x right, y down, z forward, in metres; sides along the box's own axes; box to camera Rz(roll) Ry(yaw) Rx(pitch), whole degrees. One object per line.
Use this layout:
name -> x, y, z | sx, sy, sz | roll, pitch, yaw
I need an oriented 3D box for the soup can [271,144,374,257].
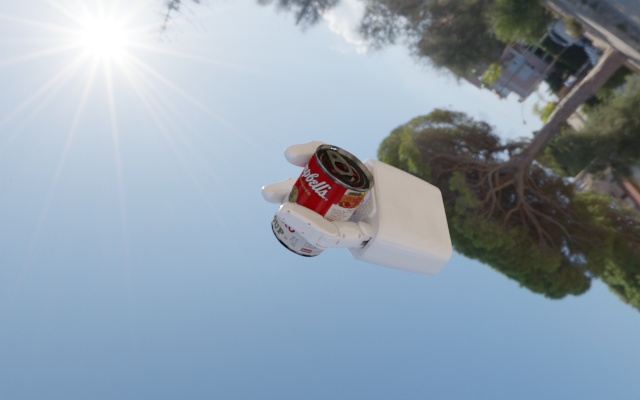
soup can -> 0.000, 0.002, 0.498 | 0.068, 0.102, 0.068 | 25, 32, -17
